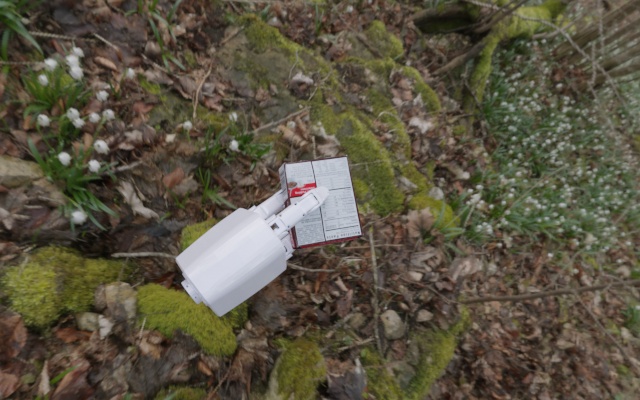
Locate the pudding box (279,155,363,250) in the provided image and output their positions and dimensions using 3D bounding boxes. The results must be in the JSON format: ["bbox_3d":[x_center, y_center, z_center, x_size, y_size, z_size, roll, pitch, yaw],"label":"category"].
[{"bbox_3d":[0.000,0.002,0.623,0.090,0.113,0.039,-8,-7,-15],"label":"pudding box"}]
